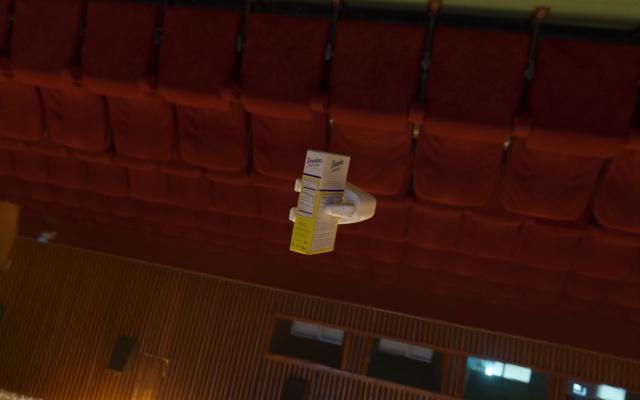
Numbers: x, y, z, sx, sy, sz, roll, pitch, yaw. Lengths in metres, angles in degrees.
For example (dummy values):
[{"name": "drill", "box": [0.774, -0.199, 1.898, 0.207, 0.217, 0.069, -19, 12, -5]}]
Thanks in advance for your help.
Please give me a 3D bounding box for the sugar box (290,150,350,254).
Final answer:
[{"name": "sugar box", "box": [0.000, 0.003, 0.839, 0.048, 0.176, 0.093, 11, 6, 29]}]
